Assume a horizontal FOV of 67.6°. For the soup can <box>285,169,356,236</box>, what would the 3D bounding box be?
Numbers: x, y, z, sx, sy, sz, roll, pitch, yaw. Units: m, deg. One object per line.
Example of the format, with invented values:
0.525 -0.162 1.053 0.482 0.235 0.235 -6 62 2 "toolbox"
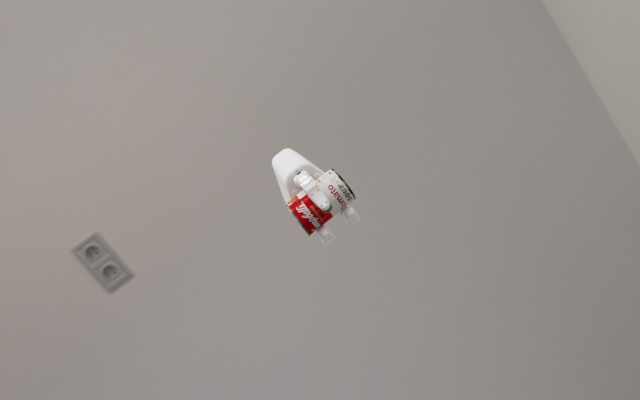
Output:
0.000 0.003 0.805 0.102 0.068 0.068 -38 2 -3 "soup can"
